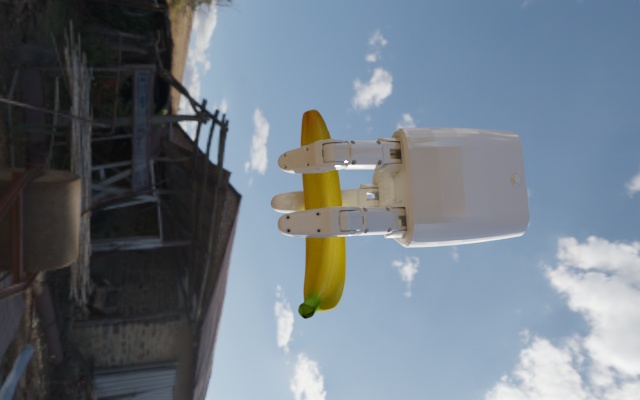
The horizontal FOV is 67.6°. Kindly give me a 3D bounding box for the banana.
[{"bbox_3d":[0.002,0.014,0.420,0.037,0.197,0.070,-4,-30,4],"label":"banana"}]
